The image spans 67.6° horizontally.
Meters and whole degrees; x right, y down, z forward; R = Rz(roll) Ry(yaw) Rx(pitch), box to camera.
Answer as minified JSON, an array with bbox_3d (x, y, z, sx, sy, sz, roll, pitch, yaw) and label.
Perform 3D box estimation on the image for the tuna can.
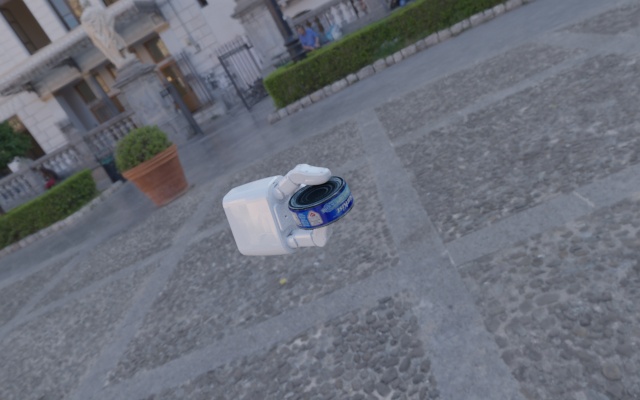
[{"bbox_3d":[0.000,0.002,0.643,0.086,0.034,0.086,-21,23,9],"label":"tuna can"}]
